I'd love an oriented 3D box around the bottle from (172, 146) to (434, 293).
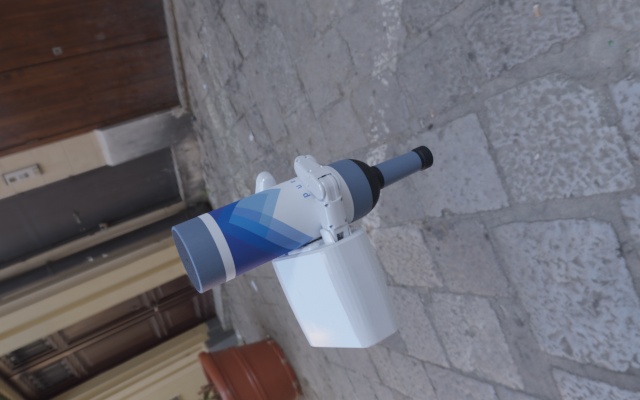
[{"bbox_3d":[0.000,0.002,0.497,0.295,0.069,0.069,-23,10,-24],"label":"bottle"}]
